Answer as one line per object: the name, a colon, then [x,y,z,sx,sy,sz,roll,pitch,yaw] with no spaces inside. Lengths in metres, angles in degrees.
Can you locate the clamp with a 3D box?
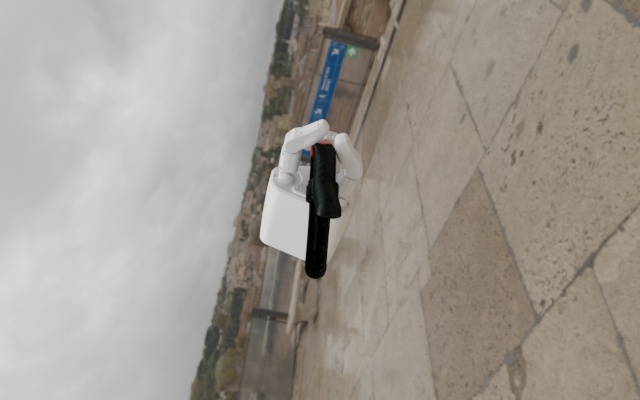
clamp: [0.000,0.002,0.554,0.039,0.120,0.171,12,38,-8]
